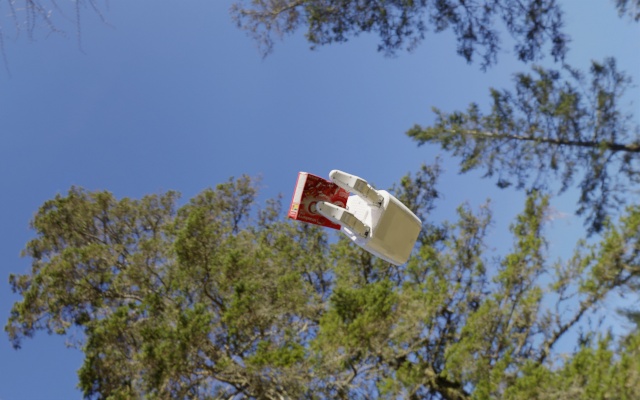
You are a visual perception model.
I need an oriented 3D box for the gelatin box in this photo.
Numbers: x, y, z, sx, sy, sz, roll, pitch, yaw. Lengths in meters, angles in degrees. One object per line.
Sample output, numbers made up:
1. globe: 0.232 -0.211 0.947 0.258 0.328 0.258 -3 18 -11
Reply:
1. gelatin box: 0.000 0.002 0.747 0.089 0.073 0.030 16 -3 -33
